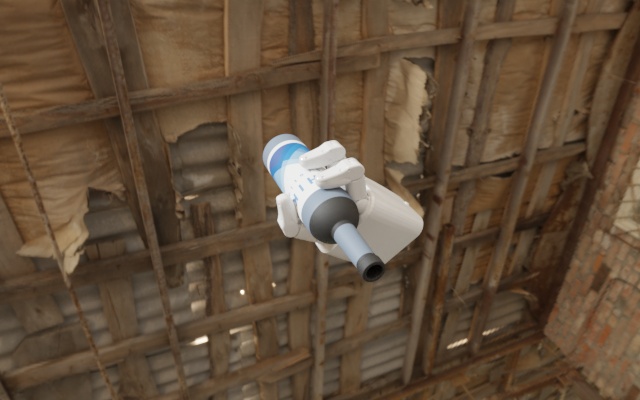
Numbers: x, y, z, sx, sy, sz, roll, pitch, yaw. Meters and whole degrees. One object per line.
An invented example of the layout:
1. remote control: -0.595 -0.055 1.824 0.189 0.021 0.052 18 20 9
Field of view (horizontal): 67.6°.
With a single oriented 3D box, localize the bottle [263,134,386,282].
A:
1. bottle: 0.000 0.002 0.609 0.069 0.069 0.295 0 29 -26
